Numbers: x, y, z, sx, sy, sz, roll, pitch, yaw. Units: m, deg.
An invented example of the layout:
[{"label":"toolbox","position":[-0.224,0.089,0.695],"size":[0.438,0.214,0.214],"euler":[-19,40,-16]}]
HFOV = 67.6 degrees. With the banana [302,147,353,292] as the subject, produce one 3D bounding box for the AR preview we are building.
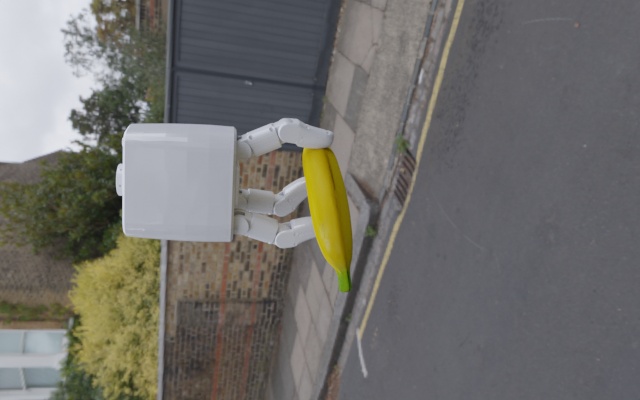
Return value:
[{"label":"banana","position":[0.003,-0.008,0.488],"size":[0.037,0.197,0.070],"euler":[-2,-40,-10]}]
